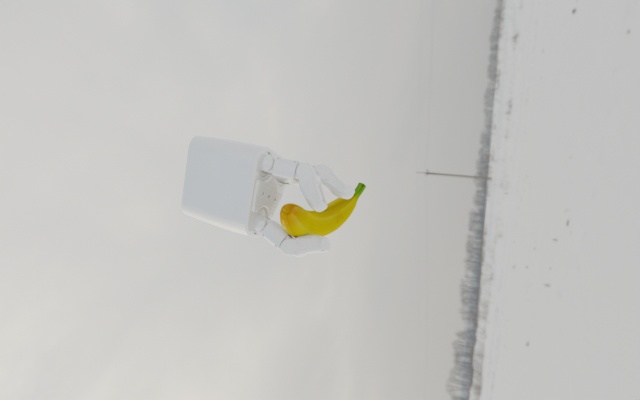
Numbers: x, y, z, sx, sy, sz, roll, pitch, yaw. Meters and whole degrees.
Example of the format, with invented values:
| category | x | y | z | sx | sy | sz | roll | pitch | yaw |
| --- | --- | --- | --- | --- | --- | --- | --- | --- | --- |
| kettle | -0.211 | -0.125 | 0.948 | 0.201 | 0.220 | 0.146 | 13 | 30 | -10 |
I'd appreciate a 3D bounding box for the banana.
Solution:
| category | x | y | z | sx | sy | sz | roll | pitch | yaw |
| --- | --- | --- | --- | --- | --- | --- | --- | --- | --- |
| banana | -0.003 | 0.019 | 0.622 | 0.037 | 0.070 | 0.198 | 23 | 21 | 24 |
